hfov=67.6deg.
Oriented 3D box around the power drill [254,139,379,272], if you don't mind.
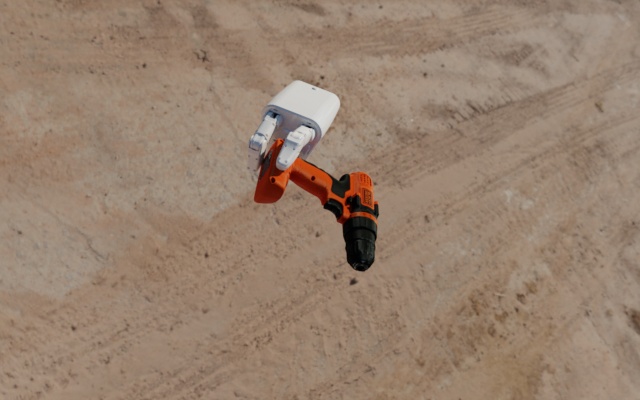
[{"bbox_3d":[0.000,0.002,0.691,0.188,0.184,0.057,26,-52,-20],"label":"power drill"}]
